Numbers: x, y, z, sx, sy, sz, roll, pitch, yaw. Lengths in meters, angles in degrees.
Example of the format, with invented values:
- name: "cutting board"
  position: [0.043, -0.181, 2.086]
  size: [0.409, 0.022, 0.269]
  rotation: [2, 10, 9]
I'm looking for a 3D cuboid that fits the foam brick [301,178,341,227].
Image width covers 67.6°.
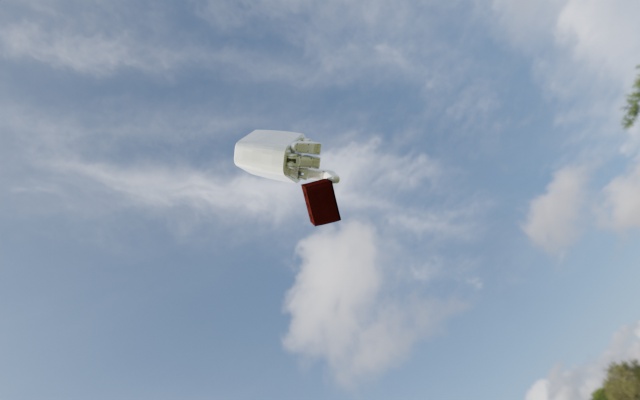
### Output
- name: "foam brick"
  position: [0.000, 0.003, 0.894]
  size: [0.051, 0.078, 0.053]
  rotation: [-16, 11, -10]
